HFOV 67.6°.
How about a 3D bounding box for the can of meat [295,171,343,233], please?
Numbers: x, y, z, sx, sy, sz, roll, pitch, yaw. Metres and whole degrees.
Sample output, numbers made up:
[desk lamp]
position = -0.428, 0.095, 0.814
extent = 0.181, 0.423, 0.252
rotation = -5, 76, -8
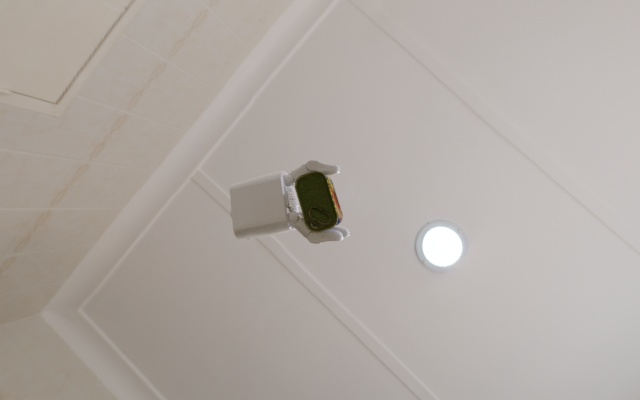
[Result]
[can of meat]
position = 0.000, 0.003, 0.846
extent = 0.057, 0.102, 0.084
rotation = -17, -4, 10
